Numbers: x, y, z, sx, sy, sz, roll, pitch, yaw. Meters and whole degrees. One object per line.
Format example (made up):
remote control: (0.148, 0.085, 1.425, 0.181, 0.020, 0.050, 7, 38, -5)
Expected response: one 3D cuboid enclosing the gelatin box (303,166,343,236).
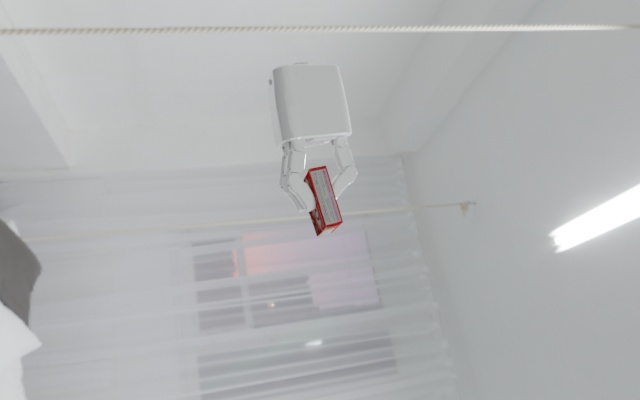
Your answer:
gelatin box: (0.001, 0.003, 0.704, 0.030, 0.089, 0.073, -15, -11, -14)
